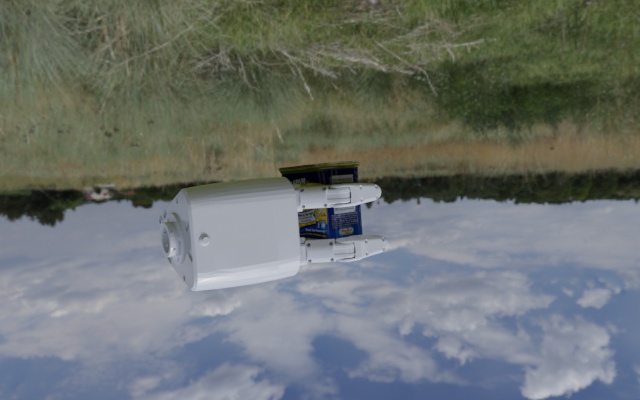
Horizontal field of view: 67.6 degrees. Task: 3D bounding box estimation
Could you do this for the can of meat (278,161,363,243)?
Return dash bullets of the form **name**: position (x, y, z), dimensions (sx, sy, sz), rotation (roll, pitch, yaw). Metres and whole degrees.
- **can of meat**: position (0.000, 0.002, 0.529), dimensions (0.057, 0.084, 0.102), rotation (-6, 3, -37)
